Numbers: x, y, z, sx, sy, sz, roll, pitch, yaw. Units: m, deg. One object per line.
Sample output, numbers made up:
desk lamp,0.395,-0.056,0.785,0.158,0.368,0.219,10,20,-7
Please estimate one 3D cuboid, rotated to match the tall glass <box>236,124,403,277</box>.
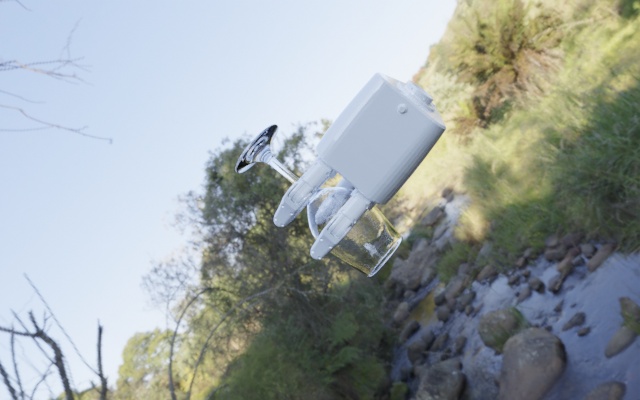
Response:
tall glass,-0.001,0.001,0.560,0.201,0.079,0.079,41,4,4
